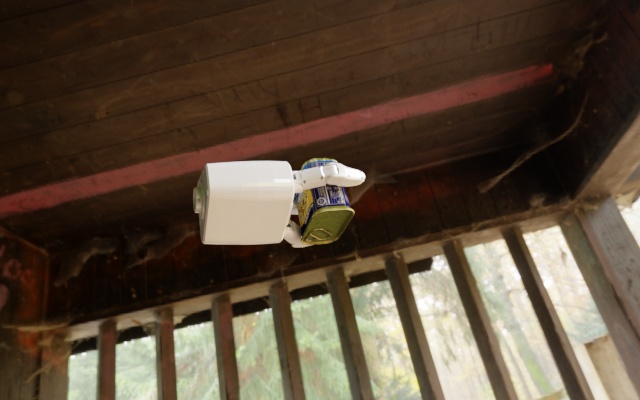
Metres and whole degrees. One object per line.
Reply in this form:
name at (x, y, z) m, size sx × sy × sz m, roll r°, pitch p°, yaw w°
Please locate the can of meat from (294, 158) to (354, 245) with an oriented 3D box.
can of meat at (0.000, 0.002, 0.663) m, size 0.057 × 0.084 × 0.102 m, roll -3°, pitch -29°, yaw -18°
